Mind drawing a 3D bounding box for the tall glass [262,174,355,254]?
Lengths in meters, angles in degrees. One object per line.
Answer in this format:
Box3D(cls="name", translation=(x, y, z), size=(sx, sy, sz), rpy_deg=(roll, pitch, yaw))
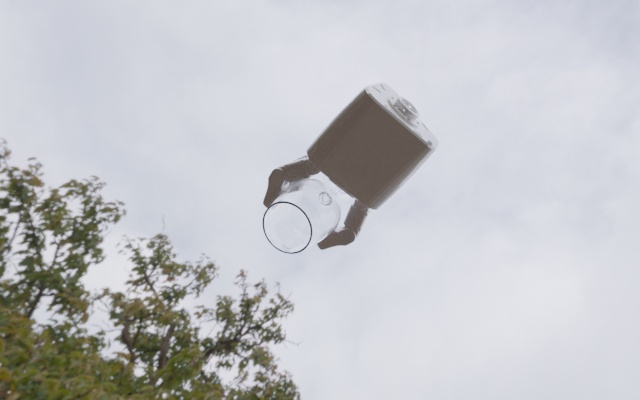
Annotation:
Box3D(cls="tall glass", translation=(0.000, 0.002, 0.615), size=(0.079, 0.079, 0.201), rpy_deg=(0, 17, 24))
